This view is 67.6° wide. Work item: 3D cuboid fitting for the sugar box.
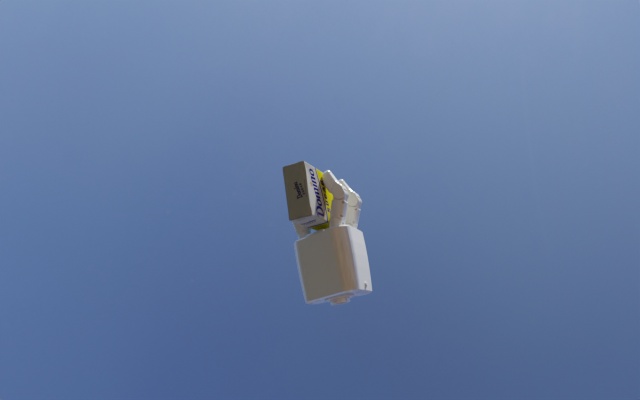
[{"bbox_3d":[0.001,0.003,0.813,0.048,0.093,0.176,-15,-18,20],"label":"sugar box"}]
